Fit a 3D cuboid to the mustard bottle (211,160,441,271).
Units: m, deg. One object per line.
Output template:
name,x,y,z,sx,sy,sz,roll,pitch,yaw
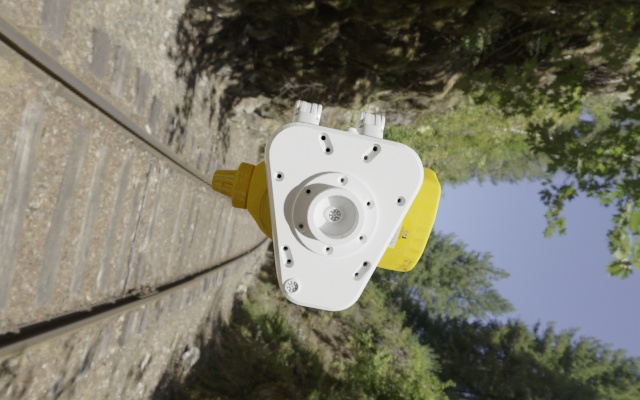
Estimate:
mustard bottle,0.000,0.001,0.423,0.191,0.096,0.058,11,30,-3
